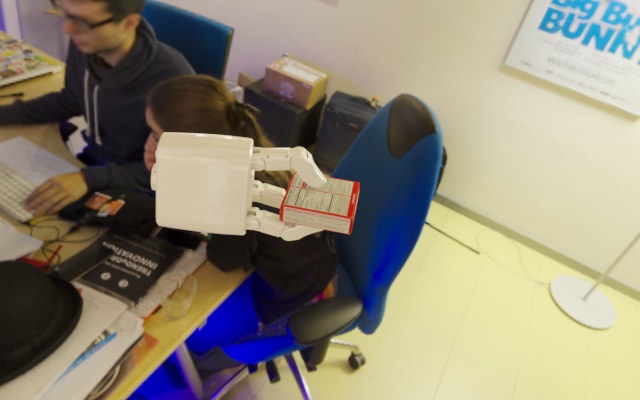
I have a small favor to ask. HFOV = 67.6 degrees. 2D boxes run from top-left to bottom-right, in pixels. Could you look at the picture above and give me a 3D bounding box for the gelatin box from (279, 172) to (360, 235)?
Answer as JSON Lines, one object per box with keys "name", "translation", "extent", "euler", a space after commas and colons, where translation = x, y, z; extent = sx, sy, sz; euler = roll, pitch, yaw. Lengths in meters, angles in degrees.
{"name": "gelatin box", "translation": [0.000, 0.002, 0.591], "extent": [0.089, 0.030, 0.073], "euler": [10, 38, 5]}
